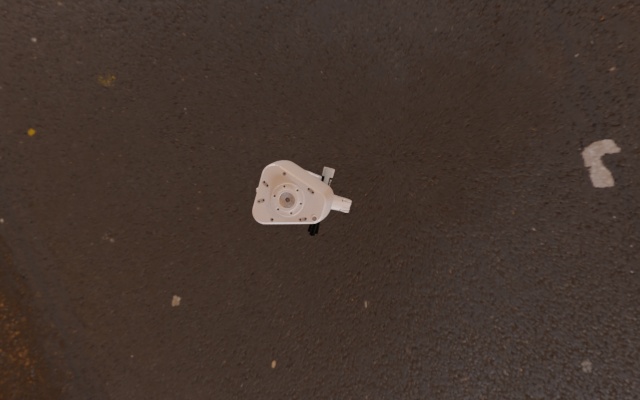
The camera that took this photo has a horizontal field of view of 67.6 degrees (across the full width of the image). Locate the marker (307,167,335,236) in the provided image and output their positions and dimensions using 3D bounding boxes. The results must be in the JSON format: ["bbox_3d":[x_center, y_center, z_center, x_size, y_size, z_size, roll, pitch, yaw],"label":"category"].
[{"bbox_3d":[0.000,0.003,0.821,0.020,0.121,0.020,15,7,-2],"label":"marker"}]
